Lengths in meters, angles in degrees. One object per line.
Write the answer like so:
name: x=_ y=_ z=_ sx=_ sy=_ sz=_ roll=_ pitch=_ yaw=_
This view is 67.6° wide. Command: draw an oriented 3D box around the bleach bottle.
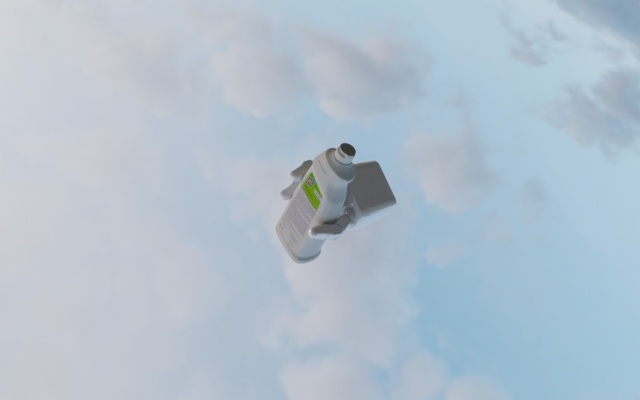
bleach bottle: x=0.000 y=0.003 z=0.835 sx=0.068 sy=0.102 sz=0.251 roll=-17 pitch=-29 yaw=-38
